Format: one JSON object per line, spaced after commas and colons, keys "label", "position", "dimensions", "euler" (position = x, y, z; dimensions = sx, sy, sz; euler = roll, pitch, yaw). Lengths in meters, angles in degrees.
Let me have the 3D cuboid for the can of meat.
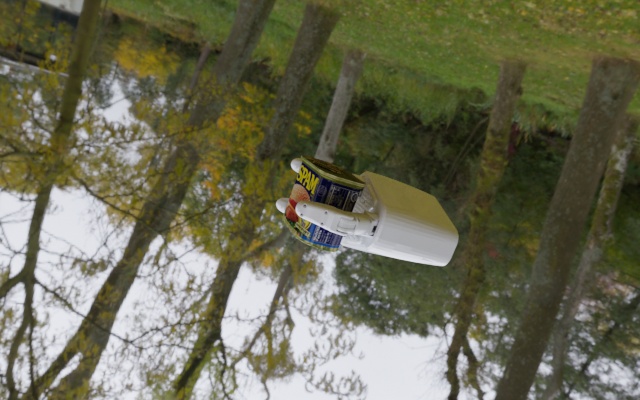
{"label": "can of meat", "position": [0.000, 0.002, 0.556], "dimensions": [0.057, 0.084, 0.102], "euler": [15, 12, -23]}
